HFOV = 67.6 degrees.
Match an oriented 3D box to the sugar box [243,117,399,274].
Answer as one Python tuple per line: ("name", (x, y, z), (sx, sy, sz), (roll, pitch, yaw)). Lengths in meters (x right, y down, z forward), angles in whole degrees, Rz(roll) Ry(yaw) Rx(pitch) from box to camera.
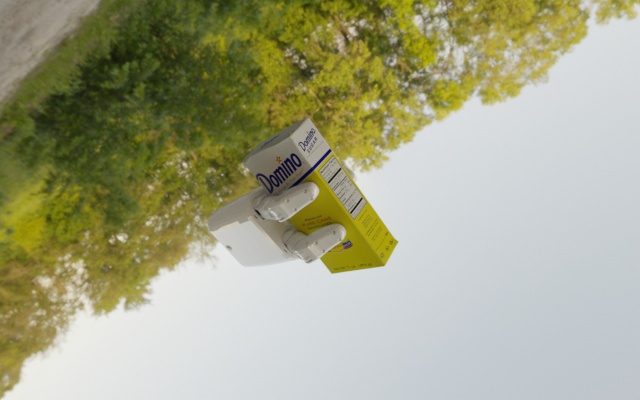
("sugar box", (0.000, 0.002, 0.531), (0.093, 0.176, 0.048), (-19, 26, 48))
